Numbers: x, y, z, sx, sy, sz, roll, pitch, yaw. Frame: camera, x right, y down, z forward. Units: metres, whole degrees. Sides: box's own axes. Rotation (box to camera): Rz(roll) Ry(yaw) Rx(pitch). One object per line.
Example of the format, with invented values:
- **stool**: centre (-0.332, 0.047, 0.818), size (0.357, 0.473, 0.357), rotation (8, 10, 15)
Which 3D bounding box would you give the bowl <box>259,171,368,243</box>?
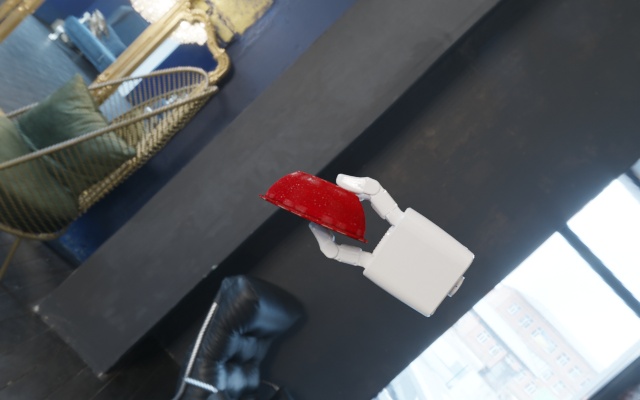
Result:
- **bowl**: centre (-0.001, 0.001, 0.655), size (0.162, 0.055, 0.162), rotation (23, -1, 0)
